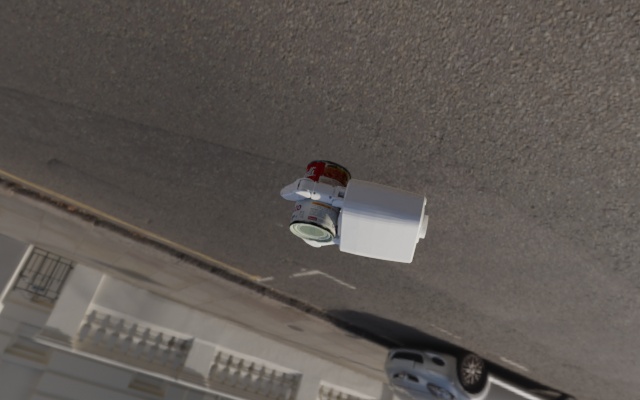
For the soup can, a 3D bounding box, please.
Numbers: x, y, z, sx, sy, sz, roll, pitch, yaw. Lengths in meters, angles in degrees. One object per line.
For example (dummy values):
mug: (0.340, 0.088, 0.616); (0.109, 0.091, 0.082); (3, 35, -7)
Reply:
soup can: (0.000, 0.002, 0.691); (0.068, 0.102, 0.068); (13, -24, 6)
